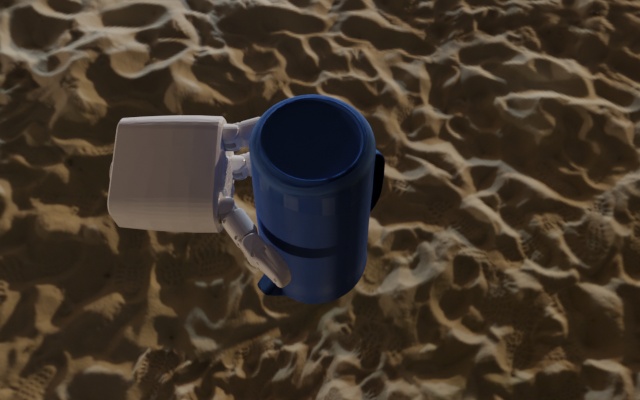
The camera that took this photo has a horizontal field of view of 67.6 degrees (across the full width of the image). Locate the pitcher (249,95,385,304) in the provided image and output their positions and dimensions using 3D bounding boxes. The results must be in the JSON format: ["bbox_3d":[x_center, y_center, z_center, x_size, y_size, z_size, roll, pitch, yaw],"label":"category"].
[{"bbox_3d":[0.000,0.002,0.503,0.145,0.149,0.243,4,-30,1],"label":"pitcher"}]
